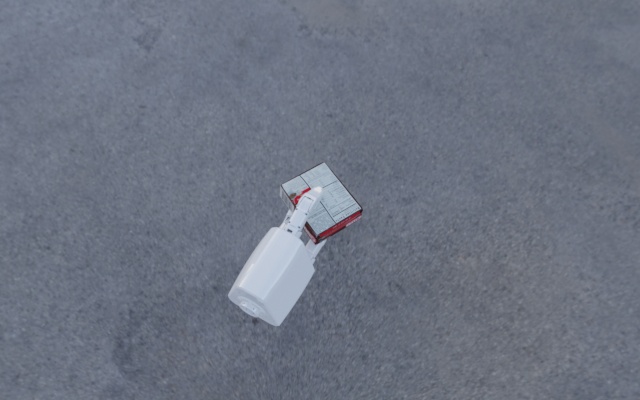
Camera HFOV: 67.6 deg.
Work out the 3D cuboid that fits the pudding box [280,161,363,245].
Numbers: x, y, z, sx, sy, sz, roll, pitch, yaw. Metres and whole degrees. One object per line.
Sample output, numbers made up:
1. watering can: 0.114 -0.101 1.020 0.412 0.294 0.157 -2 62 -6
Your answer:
1. pudding box: 0.000 0.002 0.766 0.090 0.113 0.039 -29 -23 -18
